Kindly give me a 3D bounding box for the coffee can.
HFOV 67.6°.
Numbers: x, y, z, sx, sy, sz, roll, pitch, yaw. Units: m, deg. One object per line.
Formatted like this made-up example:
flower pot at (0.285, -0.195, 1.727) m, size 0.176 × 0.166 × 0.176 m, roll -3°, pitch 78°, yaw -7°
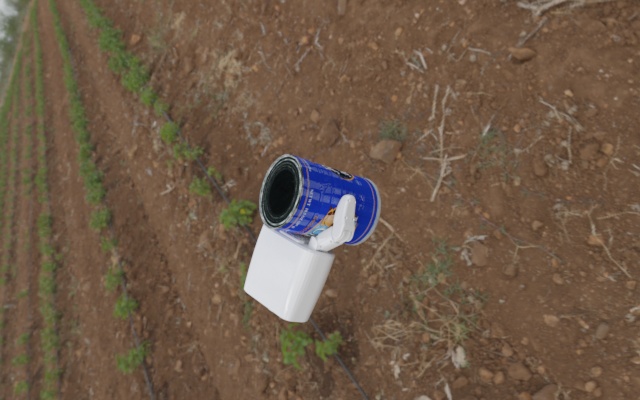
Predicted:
coffee can at (0.000, 0.002, 0.673) m, size 0.140 × 0.103 × 0.103 m, roll 15°, pitch -9°, yaw -36°
